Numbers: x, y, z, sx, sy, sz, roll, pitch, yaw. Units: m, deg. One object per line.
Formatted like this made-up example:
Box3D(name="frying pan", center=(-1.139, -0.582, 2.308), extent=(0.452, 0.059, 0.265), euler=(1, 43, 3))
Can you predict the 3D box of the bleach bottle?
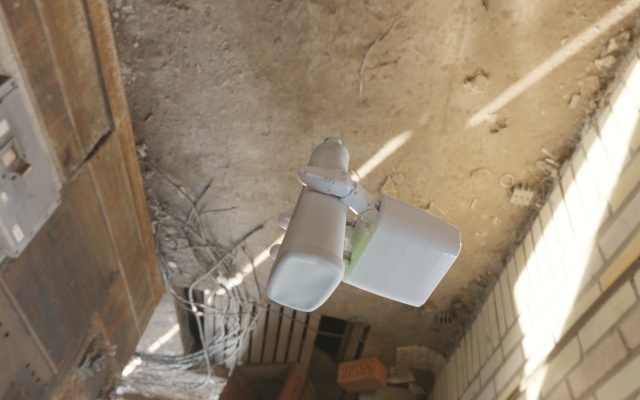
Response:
Box3D(name="bleach bottle", center=(0.000, 0.002, 0.575), extent=(0.068, 0.250, 0.103), euler=(22, -46, -8))
